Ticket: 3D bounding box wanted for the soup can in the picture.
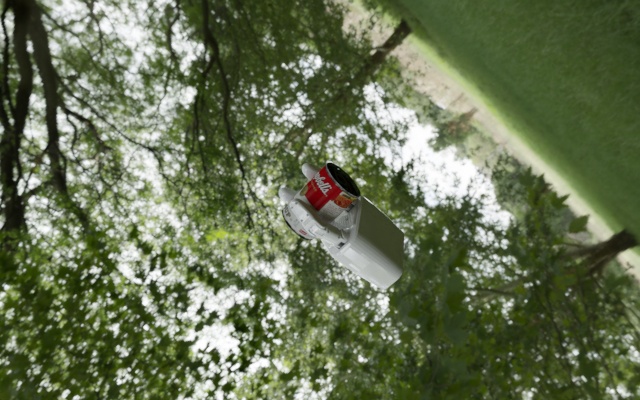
[{"bbox_3d":[0.000,0.002,0.706,0.102,0.068,0.068,-44,-19,21],"label":"soup can"}]
